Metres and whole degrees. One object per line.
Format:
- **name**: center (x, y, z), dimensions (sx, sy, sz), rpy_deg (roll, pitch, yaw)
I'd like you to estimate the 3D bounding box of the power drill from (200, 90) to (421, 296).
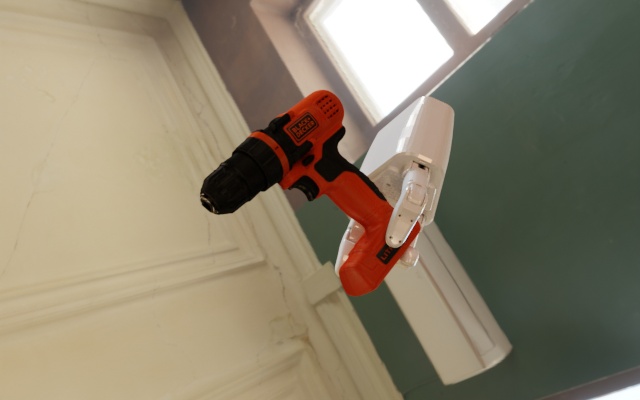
- **power drill**: center (0.001, 0.002, 0.471), dimensions (0.184, 0.188, 0.057), rpy_deg (-44, 10, -30)
